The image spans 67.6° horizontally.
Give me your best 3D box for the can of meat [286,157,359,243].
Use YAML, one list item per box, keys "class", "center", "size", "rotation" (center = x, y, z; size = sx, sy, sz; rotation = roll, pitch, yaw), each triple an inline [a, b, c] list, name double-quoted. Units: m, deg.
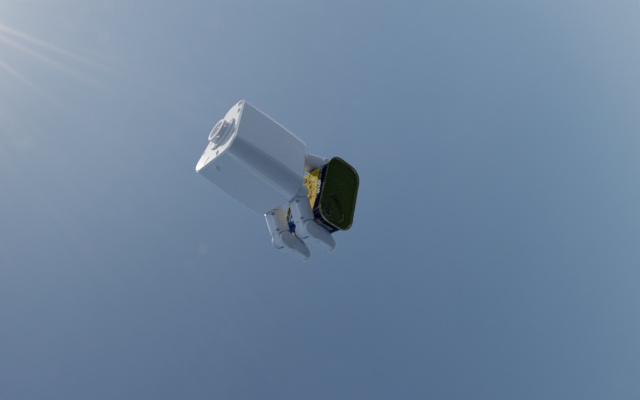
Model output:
- class: "can of meat"
  center: [0.000, 0.002, 0.657]
  size: [0.057, 0.102, 0.084]
  rotation: [33, -38, -29]
